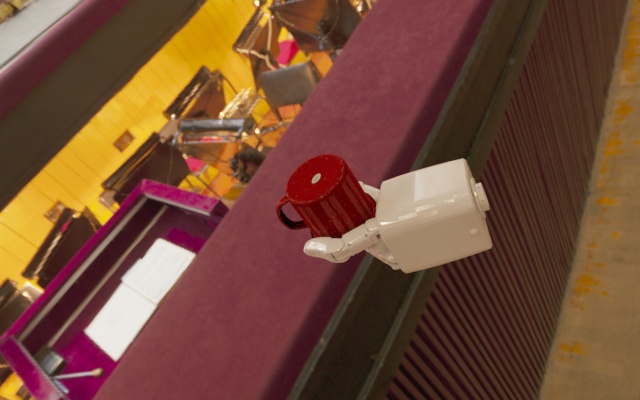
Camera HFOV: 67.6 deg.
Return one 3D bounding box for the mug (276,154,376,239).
[{"bbox_3d":[-0.001,0.002,0.585,0.117,0.093,0.081,-19,-49,20],"label":"mug"}]
